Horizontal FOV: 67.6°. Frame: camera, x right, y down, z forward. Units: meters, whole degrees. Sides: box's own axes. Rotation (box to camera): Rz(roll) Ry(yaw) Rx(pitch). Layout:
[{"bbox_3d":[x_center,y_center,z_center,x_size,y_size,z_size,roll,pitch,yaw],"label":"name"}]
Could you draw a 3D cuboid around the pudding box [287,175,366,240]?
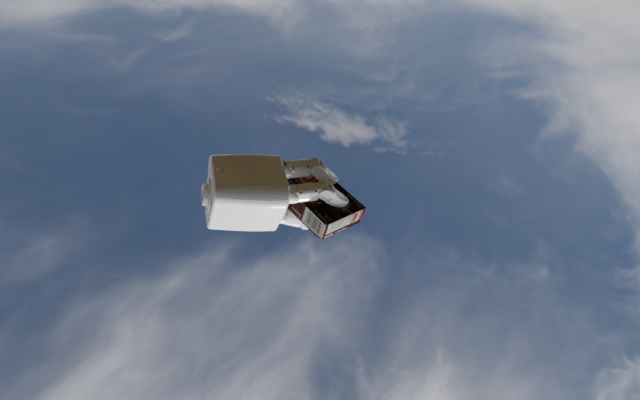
[{"bbox_3d":[0.000,0.003,0.751,0.090,0.039,0.113,-22,56,-39],"label":"pudding box"}]
